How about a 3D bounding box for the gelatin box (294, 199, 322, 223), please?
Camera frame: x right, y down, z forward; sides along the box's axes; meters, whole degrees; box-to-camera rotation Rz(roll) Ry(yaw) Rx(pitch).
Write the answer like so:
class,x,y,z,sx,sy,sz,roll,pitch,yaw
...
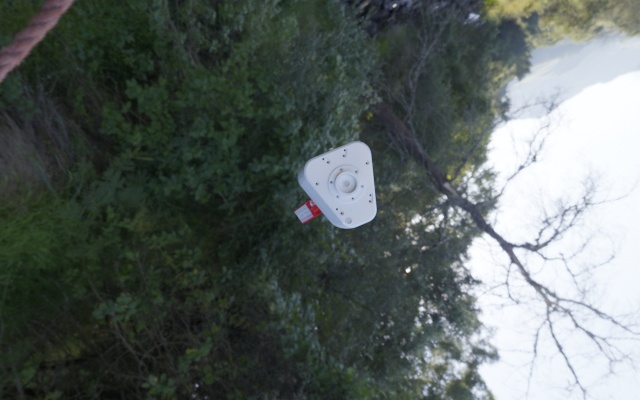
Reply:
class,x,y,z,sx,sy,sz,roll,pitch,yaw
gelatin box,0.000,0.003,0.802,0.073,0.030,0.089,-34,-1,-18
